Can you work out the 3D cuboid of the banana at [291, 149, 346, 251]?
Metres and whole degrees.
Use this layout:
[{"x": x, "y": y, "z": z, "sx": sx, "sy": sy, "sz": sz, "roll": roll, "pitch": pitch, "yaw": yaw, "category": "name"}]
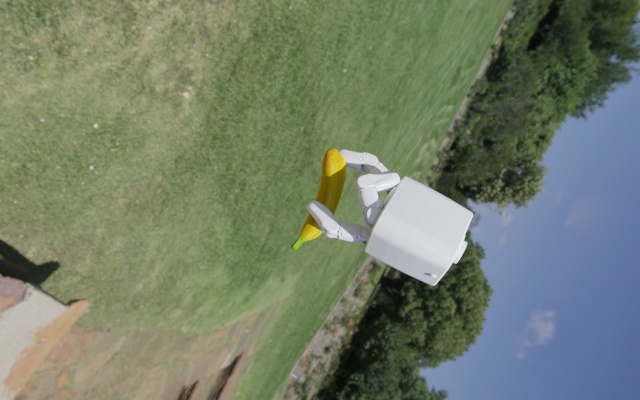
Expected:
[{"x": 0.007, "y": -0.004, "z": 0.711, "sx": 0.037, "sy": 0.198, "sz": 0.069, "roll": 28, "pitch": 39, "yaw": 11, "category": "banana"}]
